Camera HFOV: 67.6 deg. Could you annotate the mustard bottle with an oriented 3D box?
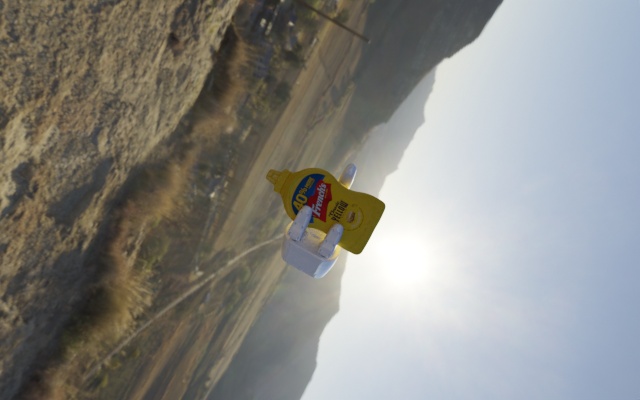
[{"bbox_3d":[0.000,0.003,0.761,0.191,0.096,0.058,29,-3,4],"label":"mustard bottle"}]
